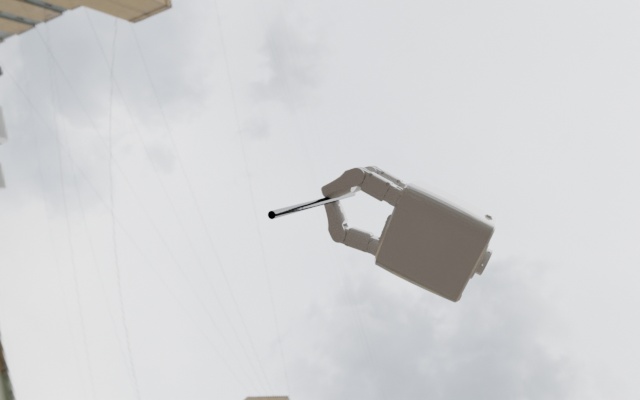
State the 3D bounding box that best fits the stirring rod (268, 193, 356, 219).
[{"bbox_3d":[0.000,0.002,0.544,0.011,0.011,0.239,0,5,22],"label":"stirring rod"}]
